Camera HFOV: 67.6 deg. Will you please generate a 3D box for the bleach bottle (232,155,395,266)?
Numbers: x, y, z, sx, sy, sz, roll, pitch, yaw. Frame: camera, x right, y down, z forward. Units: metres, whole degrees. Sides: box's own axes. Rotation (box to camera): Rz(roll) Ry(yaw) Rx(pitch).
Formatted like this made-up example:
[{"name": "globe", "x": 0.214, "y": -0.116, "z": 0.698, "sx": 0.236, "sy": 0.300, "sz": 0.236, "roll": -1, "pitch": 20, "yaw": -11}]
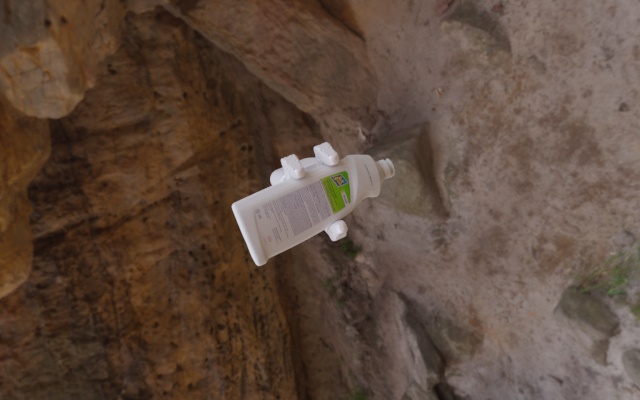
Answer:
[{"name": "bleach bottle", "x": 0.000, "y": 0.002, "z": 0.726, "sx": 0.251, "sy": 0.102, "sz": 0.068, "roll": -23, "pitch": 15, "yaw": -12}]
